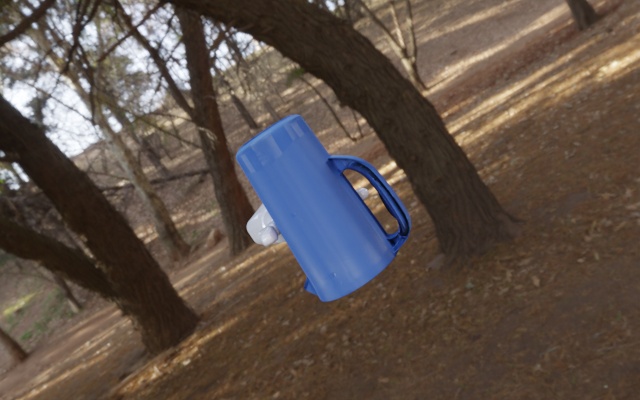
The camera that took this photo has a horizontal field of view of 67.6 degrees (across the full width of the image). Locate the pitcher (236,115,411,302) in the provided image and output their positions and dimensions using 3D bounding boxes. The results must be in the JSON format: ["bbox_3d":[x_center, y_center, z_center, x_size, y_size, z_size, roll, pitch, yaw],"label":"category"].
[{"bbox_3d":[0.000,0.002,0.663,0.149,0.243,0.145,-36,6,-23],"label":"pitcher"}]
